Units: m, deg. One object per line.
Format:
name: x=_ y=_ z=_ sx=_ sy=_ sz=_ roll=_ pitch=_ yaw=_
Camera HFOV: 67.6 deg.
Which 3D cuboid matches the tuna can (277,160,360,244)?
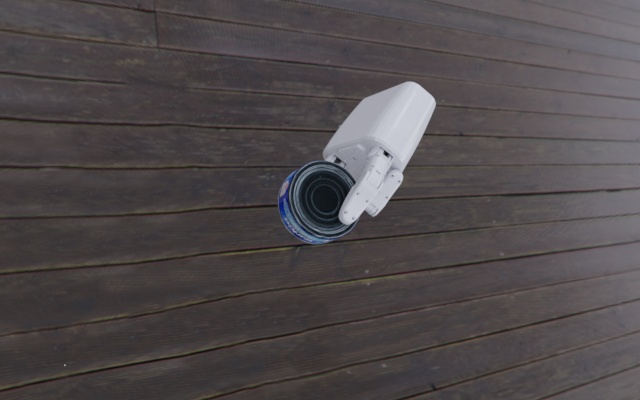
tuna can: x=0.000 y=0.002 z=0.504 sx=0.086 sy=0.086 sz=0.034 roll=0 pitch=-13 yaw=-24
